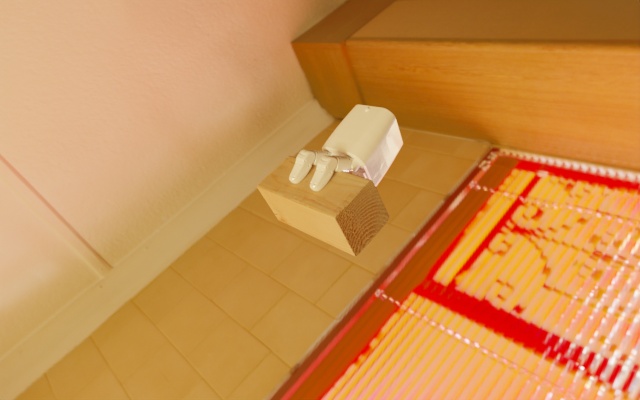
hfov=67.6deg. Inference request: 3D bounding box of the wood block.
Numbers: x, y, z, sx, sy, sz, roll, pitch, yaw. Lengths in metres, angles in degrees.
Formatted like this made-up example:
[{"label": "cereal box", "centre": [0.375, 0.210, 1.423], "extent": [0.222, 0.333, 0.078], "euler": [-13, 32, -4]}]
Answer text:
[{"label": "wood block", "centre": [0.000, 0.003, 0.798], "extent": [0.090, 0.091, 0.206], "euler": [-46, 39, -20]}]
